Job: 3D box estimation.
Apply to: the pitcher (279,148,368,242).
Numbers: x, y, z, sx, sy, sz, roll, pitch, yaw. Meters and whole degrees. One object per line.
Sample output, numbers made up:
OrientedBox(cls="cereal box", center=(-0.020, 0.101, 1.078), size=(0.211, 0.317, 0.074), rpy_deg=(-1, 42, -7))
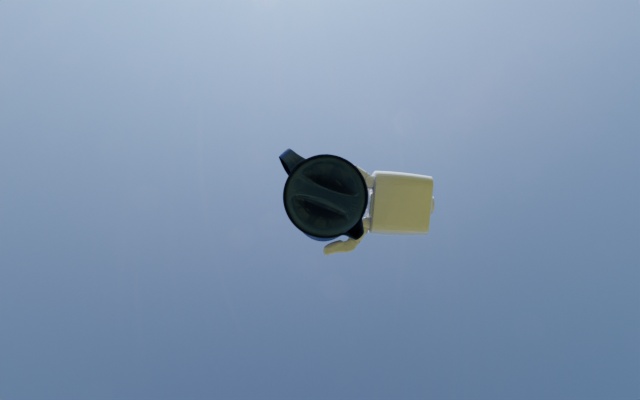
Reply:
OrientedBox(cls="pitcher", center=(0.000, 0.003, 0.852), size=(0.145, 0.149, 0.243), rpy_deg=(2, -9, -1))
